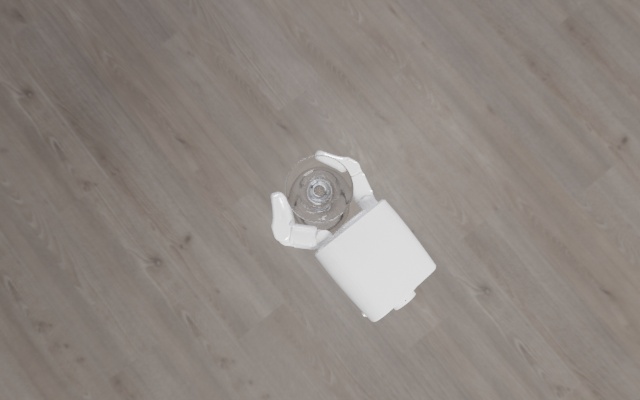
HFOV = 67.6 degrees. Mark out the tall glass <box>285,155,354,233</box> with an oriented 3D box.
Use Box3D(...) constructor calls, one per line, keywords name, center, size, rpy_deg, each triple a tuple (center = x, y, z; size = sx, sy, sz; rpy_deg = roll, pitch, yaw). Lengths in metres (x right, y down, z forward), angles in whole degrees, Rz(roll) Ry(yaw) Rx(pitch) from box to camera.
Box3D(name="tall glass", center=(0.000, 0.002, 0.611), size=(0.079, 0.079, 0.201), rpy_deg=(0, -8, 1))
